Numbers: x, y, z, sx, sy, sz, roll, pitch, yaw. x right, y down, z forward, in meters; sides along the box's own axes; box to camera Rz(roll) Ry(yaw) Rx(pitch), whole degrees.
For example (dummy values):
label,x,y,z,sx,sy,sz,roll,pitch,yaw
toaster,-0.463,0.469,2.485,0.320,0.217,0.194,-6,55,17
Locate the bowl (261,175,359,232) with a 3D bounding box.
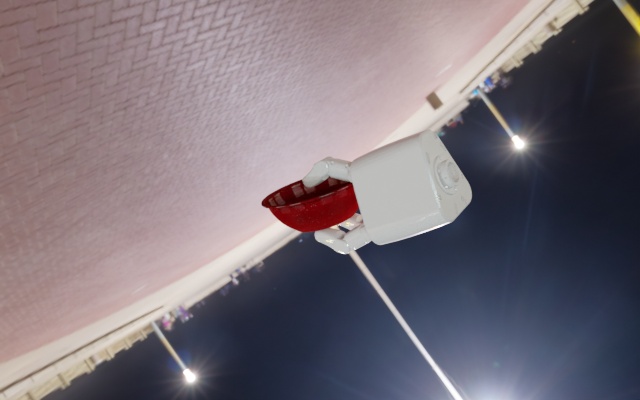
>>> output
label,x,y,z,sx,sy,sz,roll,pitch,yaw
bowl,-0.001,0.003,0.682,0.162,0.055,0.162,-17,14,4
